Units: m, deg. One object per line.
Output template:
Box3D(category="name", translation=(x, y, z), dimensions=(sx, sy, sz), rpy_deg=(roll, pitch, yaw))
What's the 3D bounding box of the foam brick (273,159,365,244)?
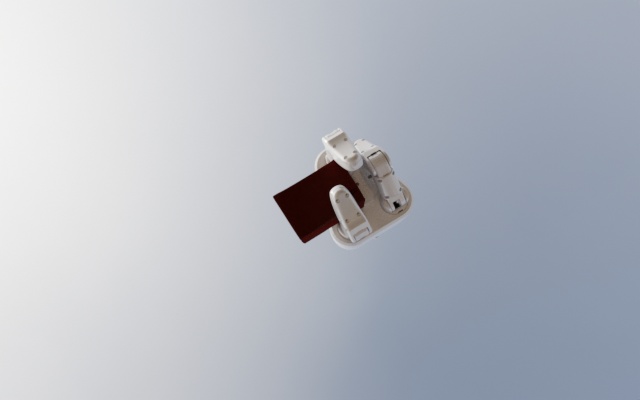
Box3D(category="foam brick", translation=(0.000, 0.002, 0.488), dimensions=(0.078, 0.053, 0.051), rpy_deg=(-31, -10, -3))
